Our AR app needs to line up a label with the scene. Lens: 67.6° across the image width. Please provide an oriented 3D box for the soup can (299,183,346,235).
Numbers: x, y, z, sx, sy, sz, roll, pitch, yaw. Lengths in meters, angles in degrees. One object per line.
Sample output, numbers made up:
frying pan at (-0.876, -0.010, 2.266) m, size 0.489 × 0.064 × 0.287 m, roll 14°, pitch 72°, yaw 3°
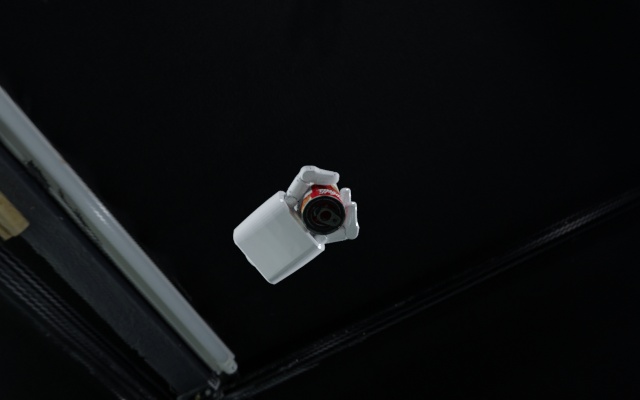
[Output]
soup can at (0.000, 0.002, 0.771) m, size 0.068 × 0.068 × 0.102 m, roll 0°, pitch 25°, yaw -6°
